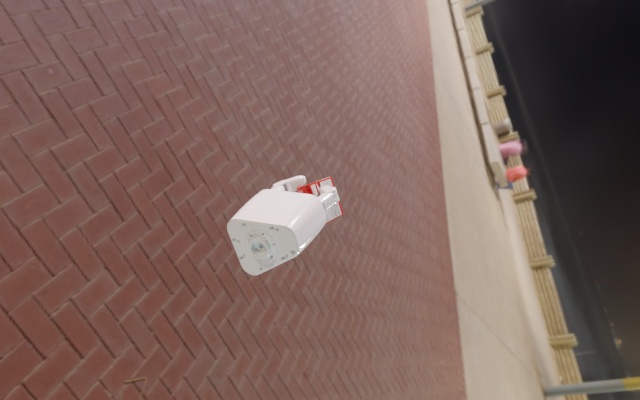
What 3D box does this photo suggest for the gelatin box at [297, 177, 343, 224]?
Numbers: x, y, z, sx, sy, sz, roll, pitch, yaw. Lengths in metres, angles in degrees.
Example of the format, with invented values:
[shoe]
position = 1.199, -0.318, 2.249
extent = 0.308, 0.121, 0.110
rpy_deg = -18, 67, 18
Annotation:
[gelatin box]
position = 0.001, 0.003, 0.831
extent = 0.030, 0.073, 0.089
rpy_deg = -17, 3, 29
